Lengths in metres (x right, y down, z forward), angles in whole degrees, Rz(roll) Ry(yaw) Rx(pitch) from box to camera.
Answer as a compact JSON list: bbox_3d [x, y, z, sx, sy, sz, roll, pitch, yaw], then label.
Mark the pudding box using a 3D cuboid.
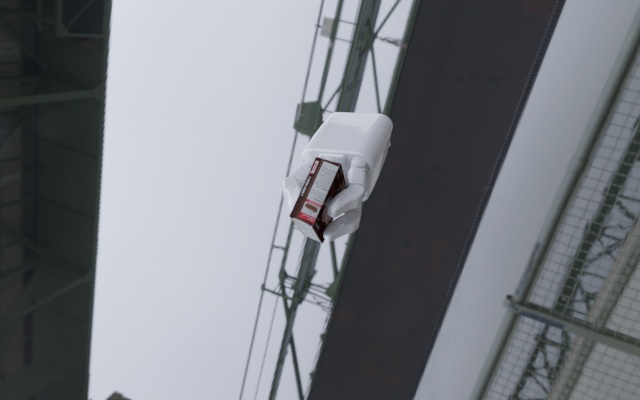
[{"bbox_3d":[0.000,0.002,0.645,0.039,0.090,0.113,20,-12,14],"label":"pudding box"}]
